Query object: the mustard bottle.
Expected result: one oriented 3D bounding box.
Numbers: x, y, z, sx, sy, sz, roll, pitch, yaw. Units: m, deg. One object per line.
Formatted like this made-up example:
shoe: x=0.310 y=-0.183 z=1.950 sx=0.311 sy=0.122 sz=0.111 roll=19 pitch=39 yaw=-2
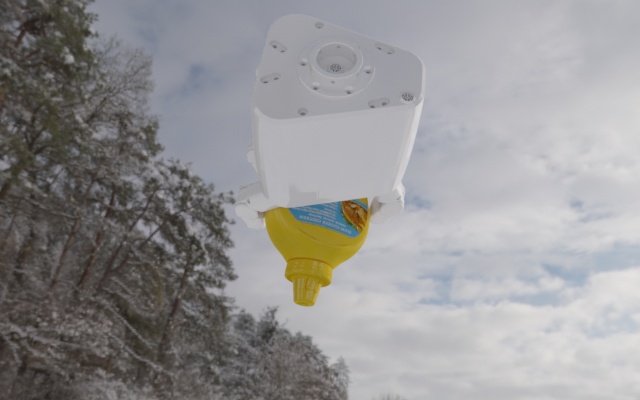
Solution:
mustard bottle: x=0.000 y=0.001 z=0.439 sx=0.096 sy=0.191 sz=0.058 roll=19 pitch=-29 yaw=-20
